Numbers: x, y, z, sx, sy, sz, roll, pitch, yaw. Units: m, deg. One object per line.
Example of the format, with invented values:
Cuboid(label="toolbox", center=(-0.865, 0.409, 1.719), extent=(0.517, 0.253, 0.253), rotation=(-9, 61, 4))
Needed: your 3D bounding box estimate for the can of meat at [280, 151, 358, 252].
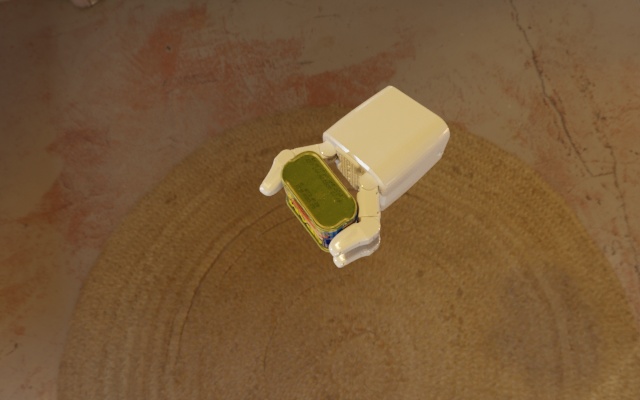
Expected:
Cuboid(label="can of meat", center=(0.000, 0.002, 0.550), extent=(0.057, 0.102, 0.084), rotation=(-35, -18, -9))
